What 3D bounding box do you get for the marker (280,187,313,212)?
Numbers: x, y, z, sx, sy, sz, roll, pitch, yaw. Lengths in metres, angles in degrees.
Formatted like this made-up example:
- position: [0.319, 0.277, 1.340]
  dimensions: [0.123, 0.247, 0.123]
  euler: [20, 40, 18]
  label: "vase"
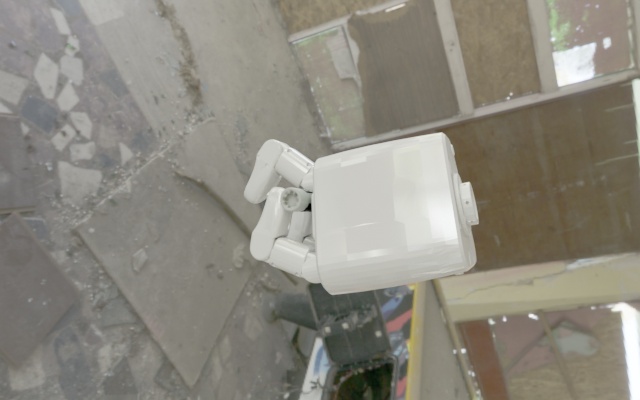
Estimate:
- position: [0.000, 0.001, 0.423]
  dimensions: [0.020, 0.020, 0.121]
  euler: [0, -2, 23]
  label: "marker"
